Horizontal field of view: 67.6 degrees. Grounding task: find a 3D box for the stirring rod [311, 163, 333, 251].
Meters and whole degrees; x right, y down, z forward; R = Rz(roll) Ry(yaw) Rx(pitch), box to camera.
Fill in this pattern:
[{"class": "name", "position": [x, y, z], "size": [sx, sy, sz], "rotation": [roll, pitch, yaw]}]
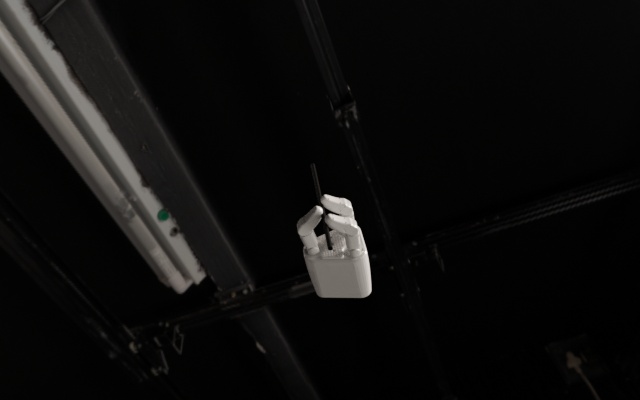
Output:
[{"class": "stirring rod", "position": [0.000, 0.003, 0.830], "size": [0.011, 0.011, 0.239], "rotation": [0, 36, -9]}]
